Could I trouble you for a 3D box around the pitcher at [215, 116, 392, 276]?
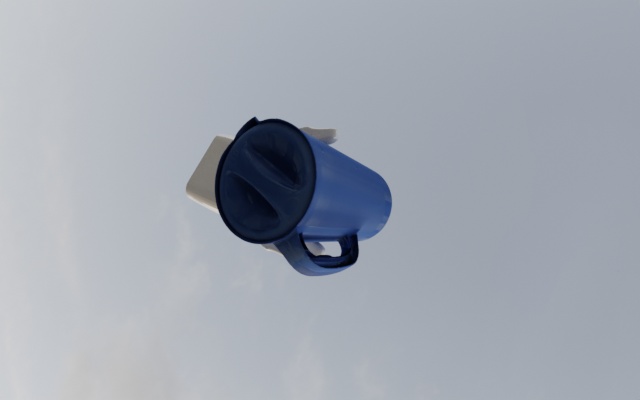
[{"bbox_3d":[0.000,0.002,0.592,0.145,0.149,0.243,18,3,32],"label":"pitcher"}]
